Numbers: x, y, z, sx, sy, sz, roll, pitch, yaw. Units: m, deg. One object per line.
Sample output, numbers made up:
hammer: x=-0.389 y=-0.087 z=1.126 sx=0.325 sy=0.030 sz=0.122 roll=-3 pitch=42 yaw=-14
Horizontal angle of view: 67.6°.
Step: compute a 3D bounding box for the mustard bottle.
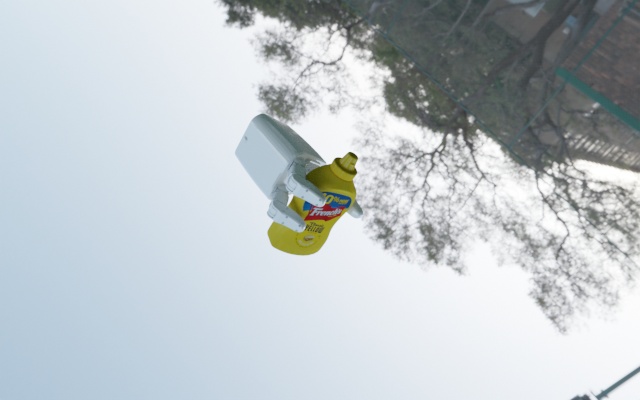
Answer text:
mustard bottle: x=0.000 y=0.003 z=0.735 sx=0.096 sy=0.192 sz=0.058 roll=13 pitch=36 yaw=-33
